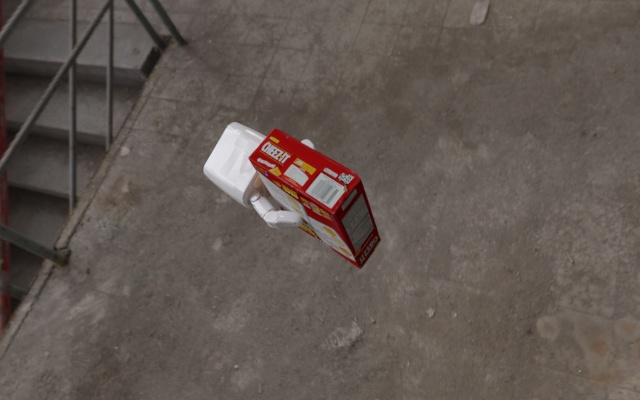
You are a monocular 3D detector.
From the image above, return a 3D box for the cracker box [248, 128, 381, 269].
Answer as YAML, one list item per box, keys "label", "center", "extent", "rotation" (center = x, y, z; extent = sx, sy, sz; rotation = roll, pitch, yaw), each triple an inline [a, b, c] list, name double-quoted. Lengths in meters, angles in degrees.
- label: "cracker box"
  center: [0.000, 0.002, 0.736]
  extent: [0.164, 0.072, 0.214]
  rotation: [32, -15, 27]
